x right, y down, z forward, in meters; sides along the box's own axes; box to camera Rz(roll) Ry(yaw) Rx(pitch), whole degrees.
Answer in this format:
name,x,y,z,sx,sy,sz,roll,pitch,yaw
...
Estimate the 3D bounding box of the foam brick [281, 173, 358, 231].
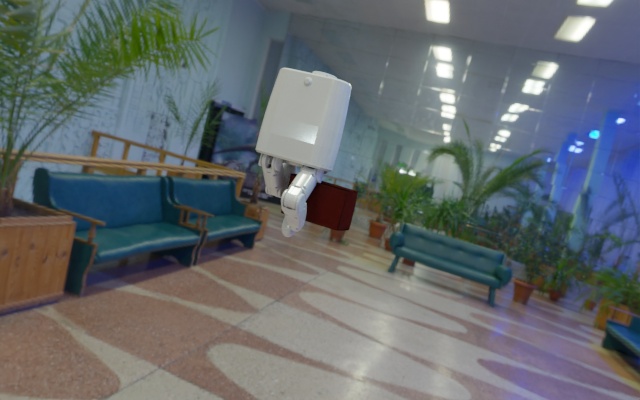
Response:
name,x,y,z,sx,sy,sz,roll,pitch,yaw
foam brick,0.000,0.002,0.590,0.078,0.051,0.053,17,3,17
